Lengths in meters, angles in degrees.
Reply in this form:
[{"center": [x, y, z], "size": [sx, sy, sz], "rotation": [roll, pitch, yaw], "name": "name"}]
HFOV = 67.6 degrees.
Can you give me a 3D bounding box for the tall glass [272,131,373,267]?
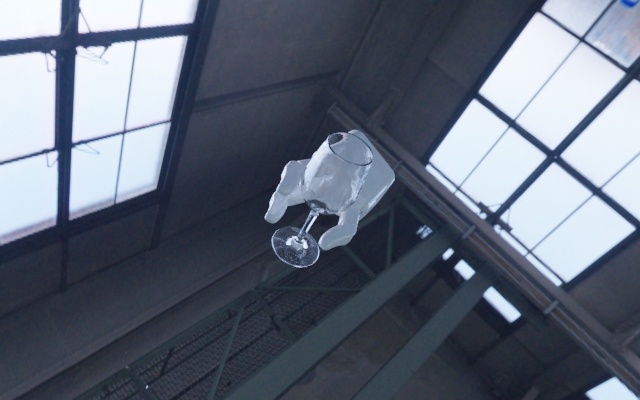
[{"center": [0.000, 0.003, 0.645], "size": [0.079, 0.079, 0.201], "rotation": [0, -41, -30], "name": "tall glass"}]
